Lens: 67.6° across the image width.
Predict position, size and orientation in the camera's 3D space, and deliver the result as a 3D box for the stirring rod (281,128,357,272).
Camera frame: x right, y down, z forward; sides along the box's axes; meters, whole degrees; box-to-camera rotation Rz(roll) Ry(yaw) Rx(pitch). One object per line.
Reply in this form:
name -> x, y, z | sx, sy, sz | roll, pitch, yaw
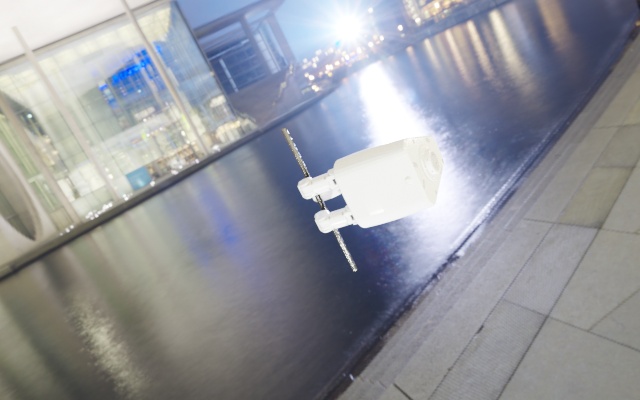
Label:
stirring rod -> 0.000, 0.002, 0.709 | 0.011, 0.239, 0.011 | -26, 12, 6
